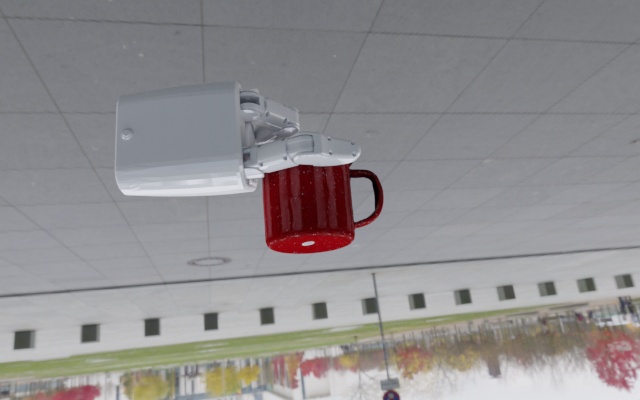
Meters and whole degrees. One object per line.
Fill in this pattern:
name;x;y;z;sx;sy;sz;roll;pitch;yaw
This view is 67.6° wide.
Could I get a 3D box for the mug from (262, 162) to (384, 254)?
mug;0.002;0.002;0.443;0.117;0.081;0.093;-4;-18;-1
